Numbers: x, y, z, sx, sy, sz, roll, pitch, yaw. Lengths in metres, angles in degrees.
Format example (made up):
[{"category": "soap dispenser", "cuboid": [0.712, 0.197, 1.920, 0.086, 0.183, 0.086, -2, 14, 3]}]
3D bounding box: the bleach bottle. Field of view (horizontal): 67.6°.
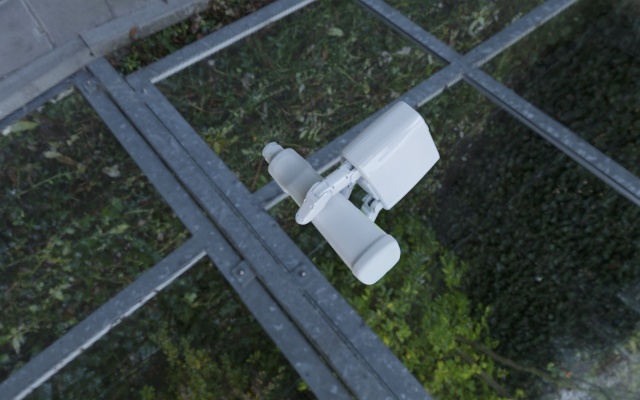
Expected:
[{"category": "bleach bottle", "cuboid": [0.000, 0.002, 0.664, 0.250, 0.068, 0.103, 46, -3, 24]}]
